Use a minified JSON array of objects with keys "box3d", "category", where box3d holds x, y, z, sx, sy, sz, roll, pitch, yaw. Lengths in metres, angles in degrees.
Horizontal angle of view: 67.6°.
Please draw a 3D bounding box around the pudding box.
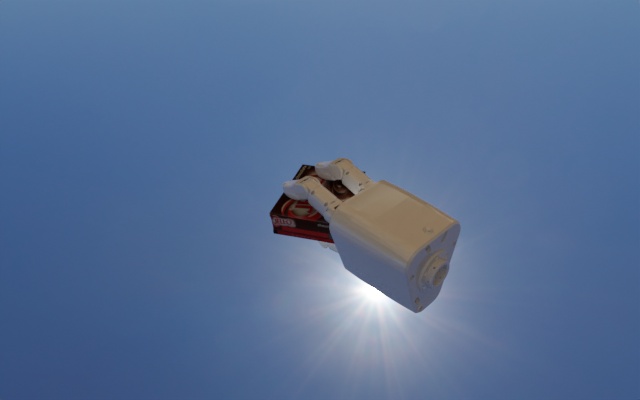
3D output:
[{"box3d":[0.000,0.002,0.598,0.090,0.039,0.113,9,37,18],"category":"pudding box"}]
